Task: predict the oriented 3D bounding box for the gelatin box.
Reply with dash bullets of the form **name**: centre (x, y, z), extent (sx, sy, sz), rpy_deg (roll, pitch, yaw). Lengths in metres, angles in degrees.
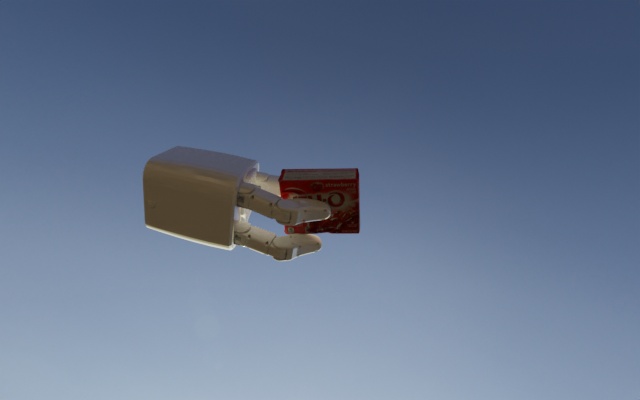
- **gelatin box**: centre (0.000, 0.002, 0.543), extent (0.089, 0.073, 0.030), rpy_deg (-1, 32, 5)
